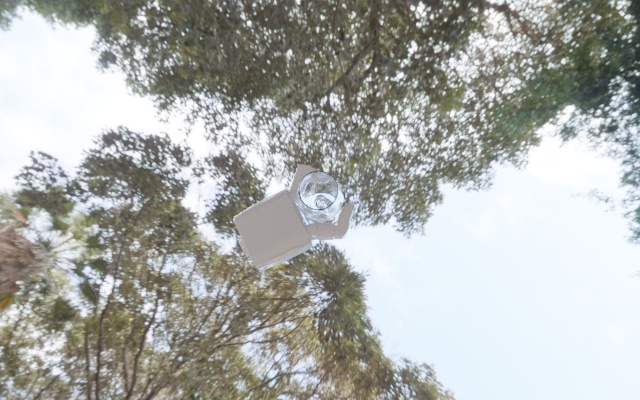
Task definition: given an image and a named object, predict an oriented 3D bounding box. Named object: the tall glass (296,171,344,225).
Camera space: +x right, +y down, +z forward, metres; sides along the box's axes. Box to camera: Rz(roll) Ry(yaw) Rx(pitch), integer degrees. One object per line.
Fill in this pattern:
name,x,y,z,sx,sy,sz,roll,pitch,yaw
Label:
tall glass,0.000,0.003,0.825,0.079,0.079,0.201,0,-11,2
